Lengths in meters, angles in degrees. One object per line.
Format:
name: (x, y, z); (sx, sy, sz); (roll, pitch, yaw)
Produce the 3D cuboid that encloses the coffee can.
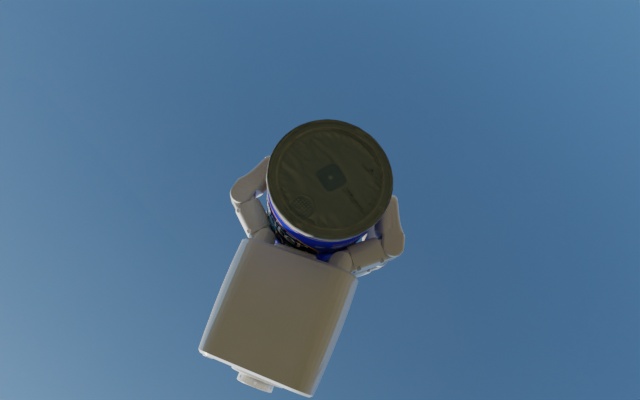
coffee can: (0.000, 0.001, 0.446); (0.103, 0.102, 0.140); (0, -17, -7)
